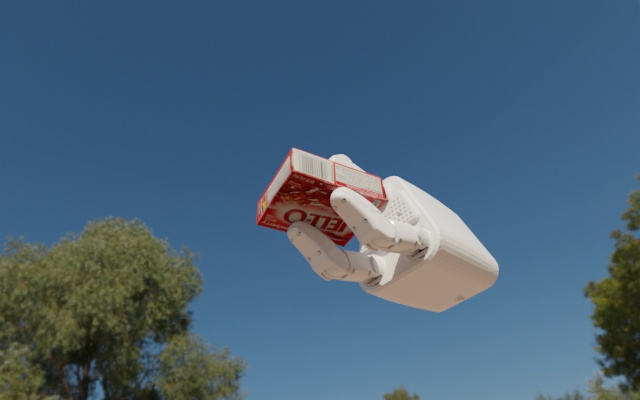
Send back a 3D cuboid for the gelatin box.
[{"bbox_3d":[0.000,0.001,0.408,0.089,0.030,0.073,17,-45,-23],"label":"gelatin box"}]
